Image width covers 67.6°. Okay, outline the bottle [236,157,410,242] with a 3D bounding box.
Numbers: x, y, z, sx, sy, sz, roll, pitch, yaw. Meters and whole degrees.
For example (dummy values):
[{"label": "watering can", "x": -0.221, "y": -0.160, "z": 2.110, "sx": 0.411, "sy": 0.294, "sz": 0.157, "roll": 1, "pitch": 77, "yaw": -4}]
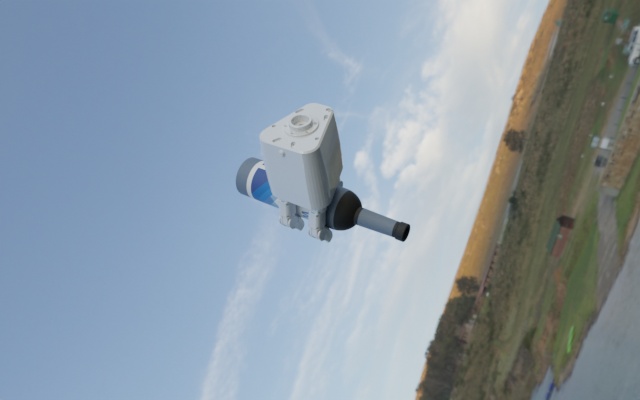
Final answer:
[{"label": "bottle", "x": 0.000, "y": 0.002, "z": 0.751, "sx": 0.295, "sy": 0.069, "sz": 0.069, "roll": 20, "pitch": 9, "yaw": 27}]
